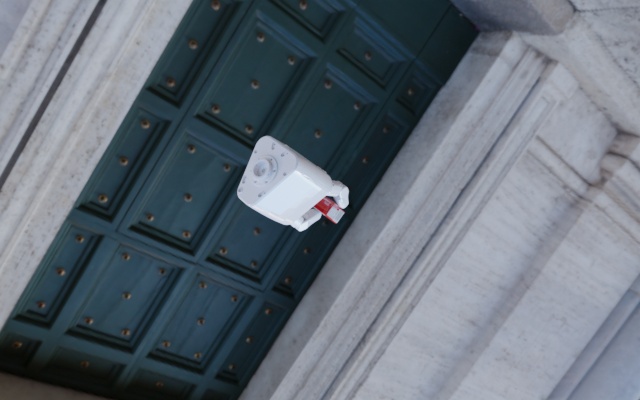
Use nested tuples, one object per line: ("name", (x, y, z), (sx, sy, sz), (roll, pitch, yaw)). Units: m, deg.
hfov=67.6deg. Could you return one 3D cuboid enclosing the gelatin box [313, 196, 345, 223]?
("gelatin box", (0.000, 0.003, 0.865), (0.073, 0.030, 0.089), (37, -1, 19))
